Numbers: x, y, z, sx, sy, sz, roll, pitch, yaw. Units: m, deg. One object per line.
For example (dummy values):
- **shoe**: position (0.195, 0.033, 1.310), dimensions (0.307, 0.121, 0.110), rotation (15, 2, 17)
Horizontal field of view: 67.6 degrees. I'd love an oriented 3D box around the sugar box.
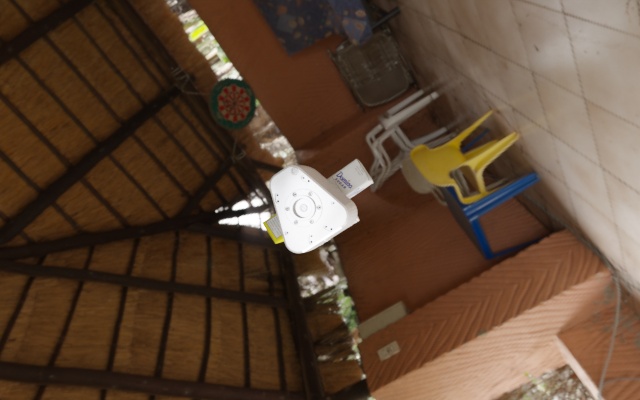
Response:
- **sugar box**: position (0.000, 0.003, 0.760), dimensions (0.176, 0.048, 0.093), rotation (-32, -5, 8)
